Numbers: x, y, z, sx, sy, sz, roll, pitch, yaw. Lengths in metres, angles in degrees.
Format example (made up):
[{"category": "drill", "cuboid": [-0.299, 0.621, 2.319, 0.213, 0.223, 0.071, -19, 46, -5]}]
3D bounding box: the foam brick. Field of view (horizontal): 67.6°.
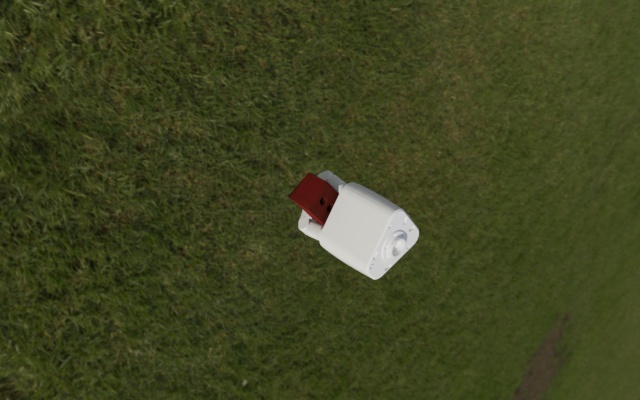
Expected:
[{"category": "foam brick", "cuboid": [0.000, 0.002, 0.754, 0.051, 0.053, 0.078, 31, -9, 43]}]
